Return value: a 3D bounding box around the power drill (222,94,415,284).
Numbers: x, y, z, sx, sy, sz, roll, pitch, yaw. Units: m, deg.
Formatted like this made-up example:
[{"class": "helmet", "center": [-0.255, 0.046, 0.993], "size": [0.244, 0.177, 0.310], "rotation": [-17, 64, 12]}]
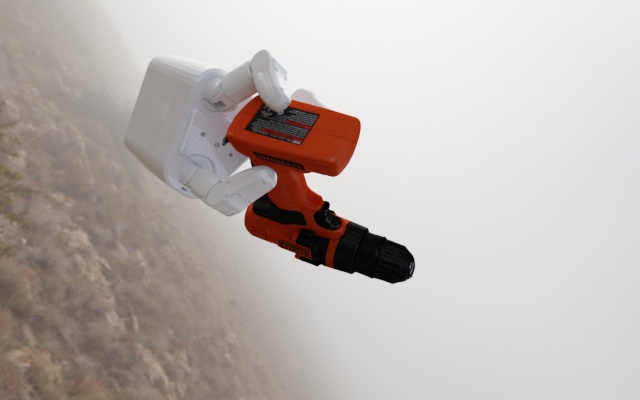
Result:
[{"class": "power drill", "center": [0.000, 0.001, 0.431], "size": [0.184, 0.057, 0.188], "rotation": [17, -33, 18]}]
